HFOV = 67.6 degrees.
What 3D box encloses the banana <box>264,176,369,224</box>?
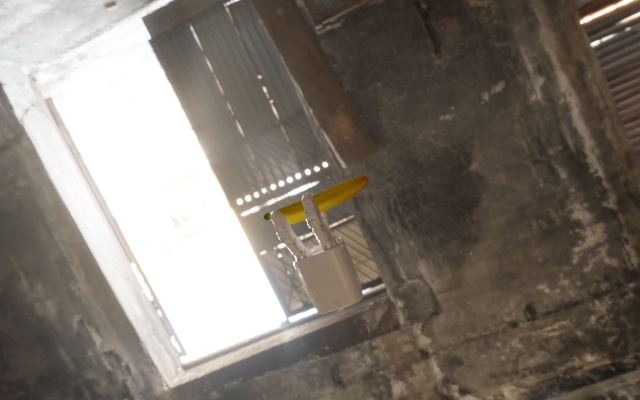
[{"bbox_3d":[-0.004,0.005,0.870,0.198,0.037,0.069,-23,-2,-5],"label":"banana"}]
